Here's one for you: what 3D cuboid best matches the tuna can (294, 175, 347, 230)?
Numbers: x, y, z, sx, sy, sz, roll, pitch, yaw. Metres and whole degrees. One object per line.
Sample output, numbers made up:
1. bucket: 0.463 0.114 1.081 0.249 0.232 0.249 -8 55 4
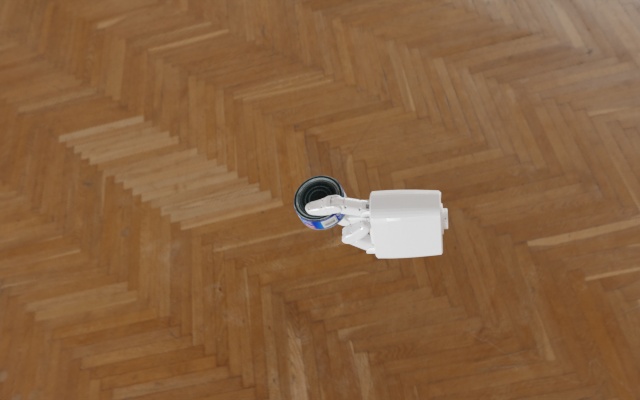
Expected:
1. tuna can: 0.000 0.002 0.779 0.086 0.086 0.034 0 -28 18
